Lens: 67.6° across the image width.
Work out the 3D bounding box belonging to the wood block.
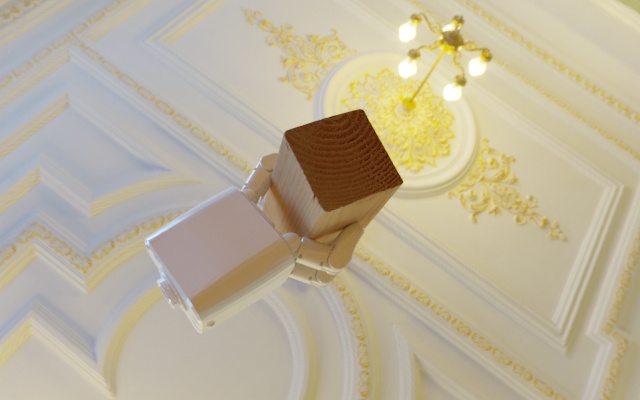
[{"bbox_3d":[0.000,0.002,0.532,0.090,0.090,0.206,-20,-18,-22],"label":"wood block"}]
